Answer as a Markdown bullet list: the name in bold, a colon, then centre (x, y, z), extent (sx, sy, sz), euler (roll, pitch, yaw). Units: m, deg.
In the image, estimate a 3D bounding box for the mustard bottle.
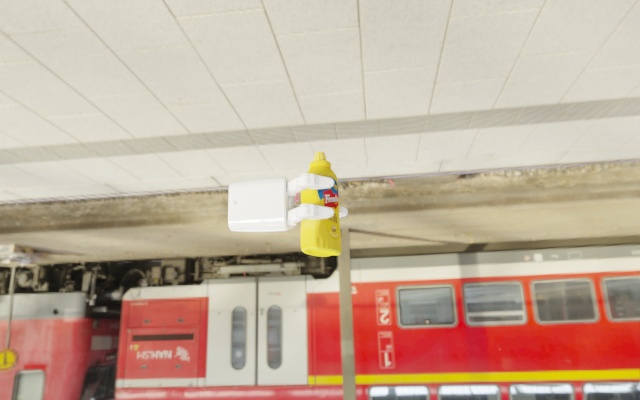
- **mustard bottle**: centre (0.000, 0.003, 0.877), extent (0.058, 0.191, 0.096), euler (-11, -18, 30)
